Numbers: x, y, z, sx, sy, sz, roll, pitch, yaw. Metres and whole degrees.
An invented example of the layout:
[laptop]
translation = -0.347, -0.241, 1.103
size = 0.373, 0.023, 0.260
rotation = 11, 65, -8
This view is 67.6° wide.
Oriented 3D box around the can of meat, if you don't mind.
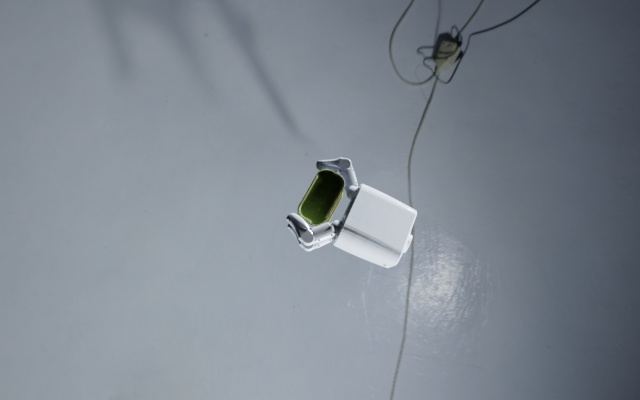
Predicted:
[can of meat]
translation = 0.000, 0.002, 0.818
size = 0.057, 0.102, 0.084
rotation = 28, -12, 3
